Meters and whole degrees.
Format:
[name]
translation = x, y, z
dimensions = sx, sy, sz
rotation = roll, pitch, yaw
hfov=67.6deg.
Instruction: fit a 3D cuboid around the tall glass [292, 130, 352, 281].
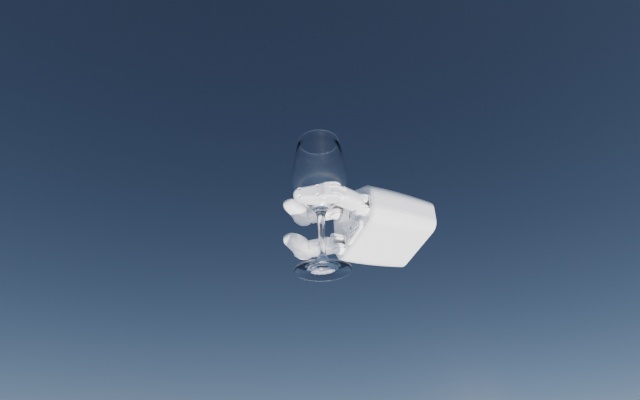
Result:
[tall glass]
translation = 0.000, 0.003, 0.647
dimensions = 0.079, 0.201, 0.079
rotation = -2, -29, -1
